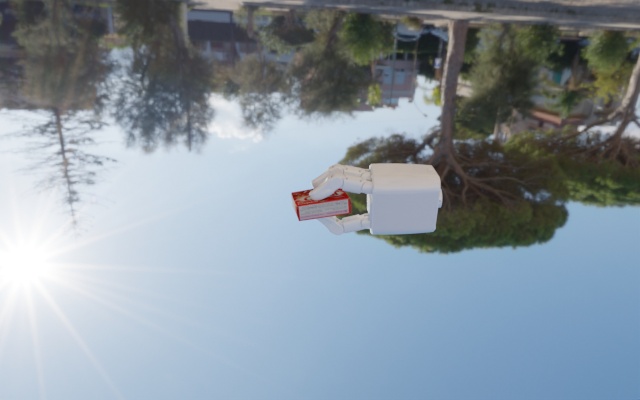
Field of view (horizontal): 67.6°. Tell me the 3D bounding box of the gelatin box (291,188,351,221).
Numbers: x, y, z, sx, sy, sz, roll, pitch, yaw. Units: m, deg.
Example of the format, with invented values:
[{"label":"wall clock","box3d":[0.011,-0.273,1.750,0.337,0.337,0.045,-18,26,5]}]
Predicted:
[{"label":"gelatin box","box3d":[0.000,0.003,0.790,0.089,0.030,0.073,-9,20,-8]}]
